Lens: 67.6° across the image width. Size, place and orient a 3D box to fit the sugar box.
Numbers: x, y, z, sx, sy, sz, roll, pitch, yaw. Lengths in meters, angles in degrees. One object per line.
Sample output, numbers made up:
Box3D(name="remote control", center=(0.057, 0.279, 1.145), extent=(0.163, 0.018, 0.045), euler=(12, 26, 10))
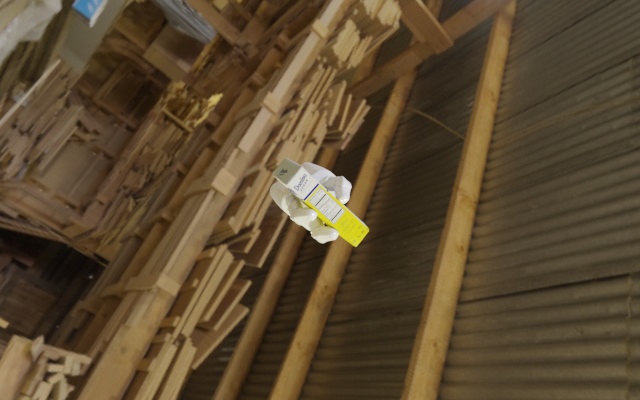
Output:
Box3D(name="sugar box", center=(0.000, 0.003, 0.832), extent=(0.176, 0.048, 0.093), euler=(40, -3, -25))
